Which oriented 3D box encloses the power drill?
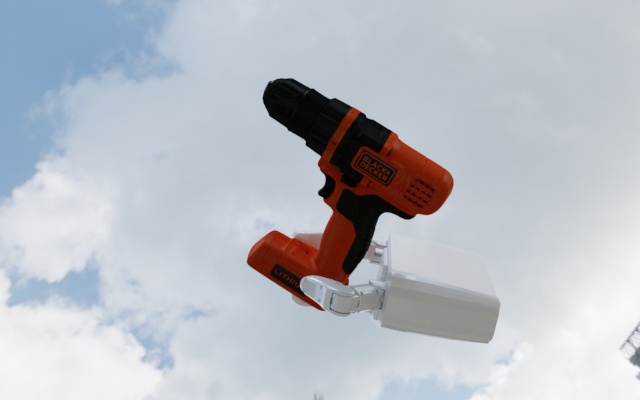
[{"bbox_3d":[0.000,0.002,0.448,0.184,0.188,0.057,33,30,4],"label":"power drill"}]
